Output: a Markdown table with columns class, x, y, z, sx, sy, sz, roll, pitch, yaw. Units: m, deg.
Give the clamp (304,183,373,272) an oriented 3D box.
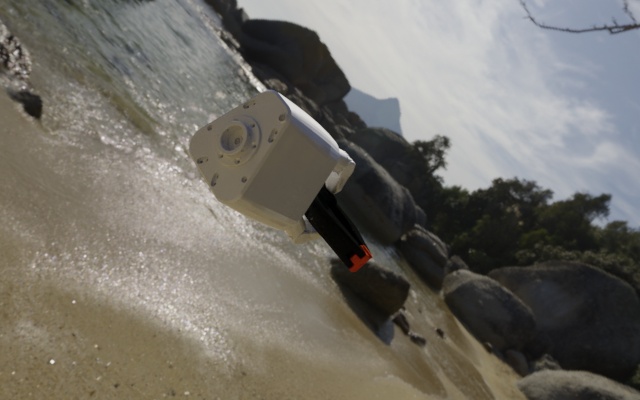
| class | x | y | z | sx | sy | sz | roll | pitch | yaw |
| --- | --- | --- | --- | --- | --- | --- | --- | --- | --- |
| clamp | 0.001 | 0.002 | 0.592 | 0.036 | 0.210 | 0.164 | -43 | -28 | 11 |
